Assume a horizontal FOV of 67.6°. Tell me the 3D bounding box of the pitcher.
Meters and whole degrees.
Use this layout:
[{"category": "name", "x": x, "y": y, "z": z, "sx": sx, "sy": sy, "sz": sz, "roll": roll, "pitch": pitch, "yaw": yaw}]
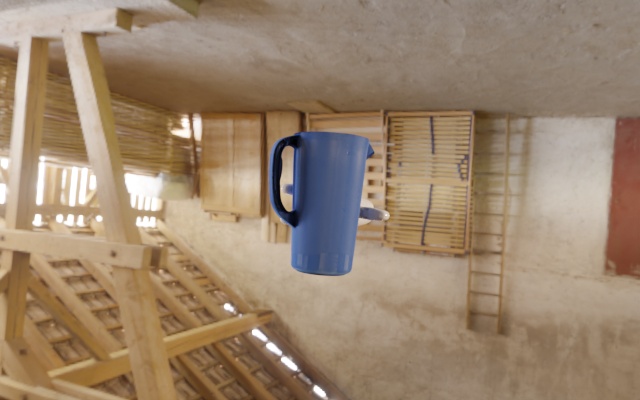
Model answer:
[{"category": "pitcher", "x": 0.000, "y": 0.003, "z": 0.830, "sx": 0.149, "sy": 0.243, "sz": 0.145, "roll": 5, "pitch": 0, "yaw": 22}]
